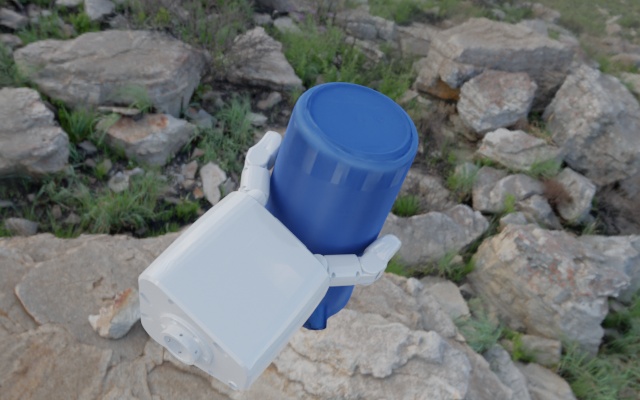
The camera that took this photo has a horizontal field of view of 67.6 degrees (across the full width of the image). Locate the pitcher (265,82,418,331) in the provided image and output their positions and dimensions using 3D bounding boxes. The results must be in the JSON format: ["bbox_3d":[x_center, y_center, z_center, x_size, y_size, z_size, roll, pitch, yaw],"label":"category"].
[{"bbox_3d":[0.000,0.002,0.481,0.149,0.243,0.145,34,48,12],"label":"pitcher"}]
